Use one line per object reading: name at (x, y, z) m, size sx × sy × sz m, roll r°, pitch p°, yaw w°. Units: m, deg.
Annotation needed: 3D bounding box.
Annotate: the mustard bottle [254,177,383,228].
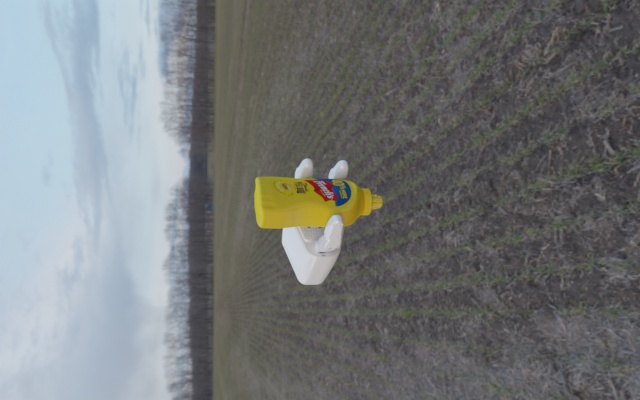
mustard bottle at (0.000, 0.002, 0.716) m, size 0.191 × 0.058 × 0.096 m, roll 1°, pitch 31°, yaw -13°
